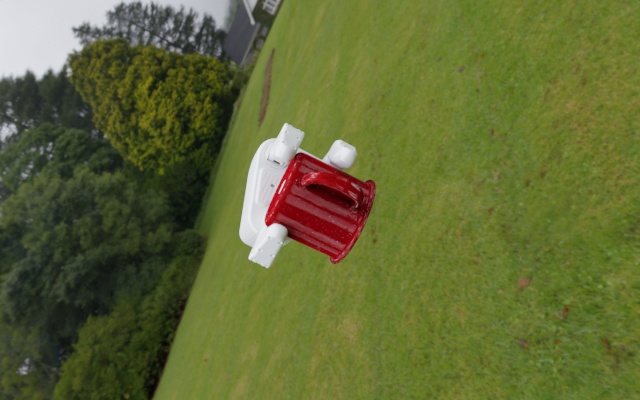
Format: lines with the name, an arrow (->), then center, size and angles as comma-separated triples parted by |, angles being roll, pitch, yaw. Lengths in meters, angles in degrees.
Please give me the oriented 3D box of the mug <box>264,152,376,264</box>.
mug -> 0.000, 0.001, 0.460 | 0.081, 0.093, 0.117 | 26, -20, -10
